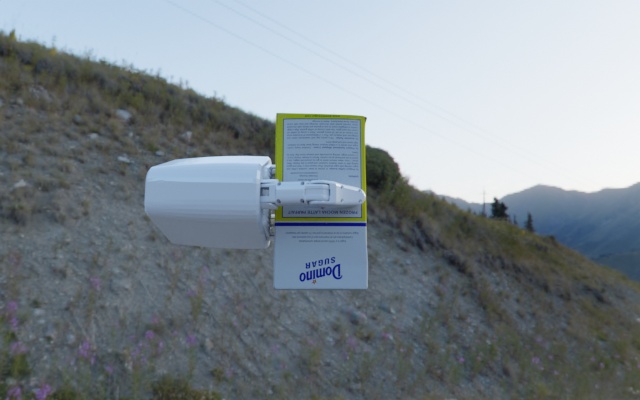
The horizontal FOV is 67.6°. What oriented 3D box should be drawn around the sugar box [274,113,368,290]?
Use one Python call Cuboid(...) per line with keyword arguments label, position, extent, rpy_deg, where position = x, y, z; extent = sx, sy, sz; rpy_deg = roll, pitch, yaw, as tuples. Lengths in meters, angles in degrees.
Cuboid(label="sugar box", position=(0.000, 0.002, 0.486), extent=(0.093, 0.176, 0.048), rpy_deg=(1, -5, -1))
